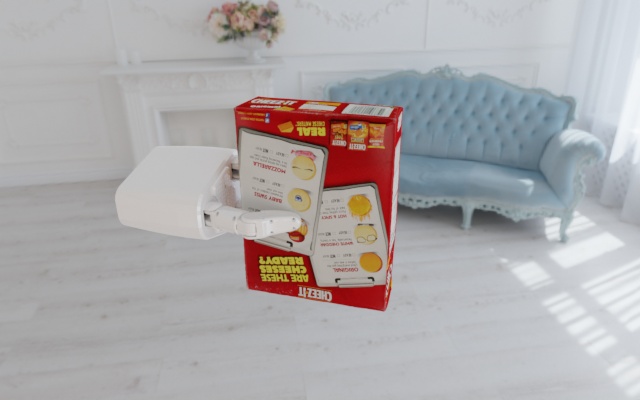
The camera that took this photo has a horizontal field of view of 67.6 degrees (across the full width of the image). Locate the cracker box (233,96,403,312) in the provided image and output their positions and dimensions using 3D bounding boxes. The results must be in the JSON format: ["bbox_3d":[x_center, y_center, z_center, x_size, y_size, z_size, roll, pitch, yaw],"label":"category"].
[{"bbox_3d":[0.000,0.002,0.517,0.164,0.214,0.072,6,25,15],"label":"cracker box"}]
